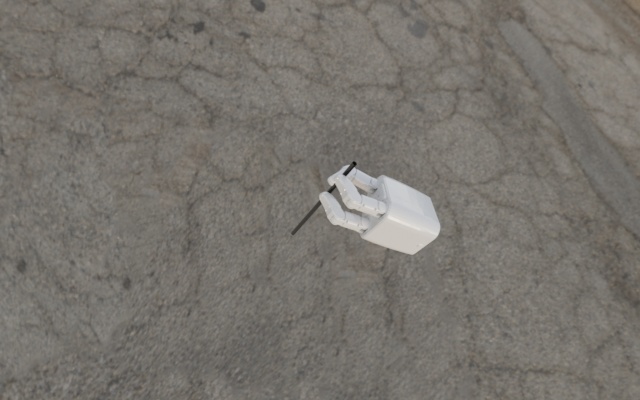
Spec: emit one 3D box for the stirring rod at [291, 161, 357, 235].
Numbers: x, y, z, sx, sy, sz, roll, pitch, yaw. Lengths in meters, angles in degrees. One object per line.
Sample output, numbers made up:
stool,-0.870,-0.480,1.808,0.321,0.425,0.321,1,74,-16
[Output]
stirring rod,0.000,0.003,0.845,0.011,0.011,0.240,0,-31,-32
